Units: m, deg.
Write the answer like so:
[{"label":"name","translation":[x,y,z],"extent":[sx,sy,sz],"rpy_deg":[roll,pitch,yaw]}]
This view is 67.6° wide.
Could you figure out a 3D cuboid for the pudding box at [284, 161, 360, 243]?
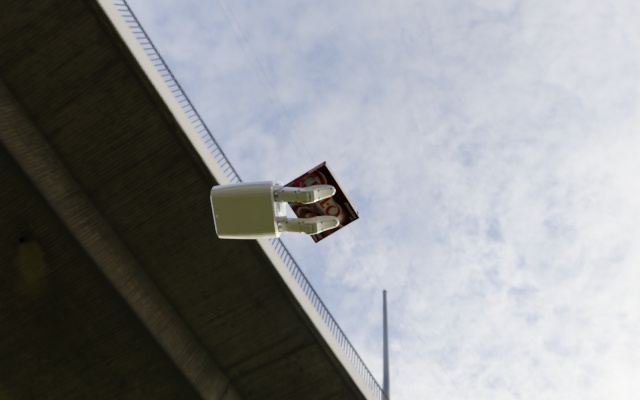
[{"label":"pudding box","translation":[0.000,0.003,0.814],"extent":[0.090,0.113,0.039],"rpy_deg":[-31,16,12]}]
